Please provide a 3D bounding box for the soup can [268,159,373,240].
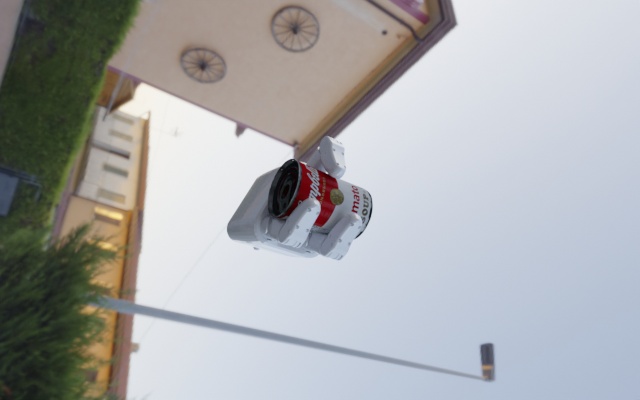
[{"bbox_3d":[0.001,0.002,0.545,0.102,0.068,0.068,21,-10,-28],"label":"soup can"}]
